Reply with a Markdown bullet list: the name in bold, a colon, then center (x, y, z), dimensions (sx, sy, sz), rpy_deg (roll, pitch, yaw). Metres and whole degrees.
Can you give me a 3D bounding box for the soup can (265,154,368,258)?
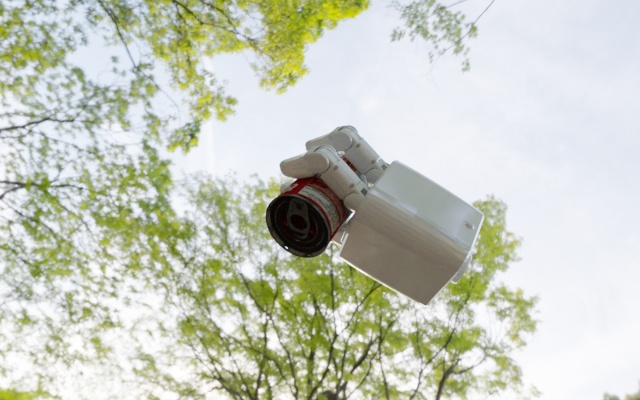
- **soup can**: center (0.000, 0.001, 0.482), dimensions (0.068, 0.068, 0.102), rpy_deg (0, 28, 30)
